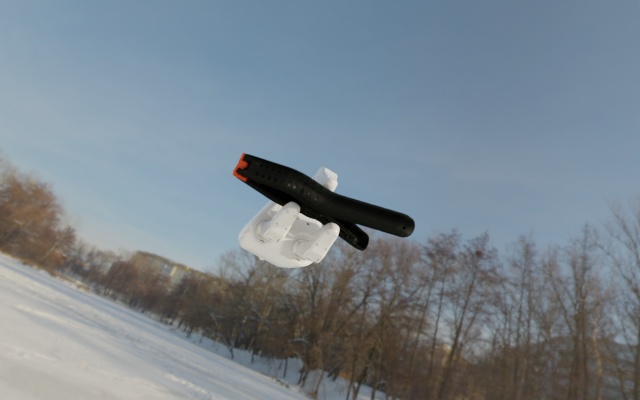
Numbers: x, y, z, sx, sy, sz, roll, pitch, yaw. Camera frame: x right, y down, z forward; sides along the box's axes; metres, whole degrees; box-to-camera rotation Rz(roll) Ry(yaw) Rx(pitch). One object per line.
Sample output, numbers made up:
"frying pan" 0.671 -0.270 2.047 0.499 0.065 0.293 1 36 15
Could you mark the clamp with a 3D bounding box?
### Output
"clamp" 0.000 0.001 0.561 0.210 0.036 0.164 29 -18 -14
